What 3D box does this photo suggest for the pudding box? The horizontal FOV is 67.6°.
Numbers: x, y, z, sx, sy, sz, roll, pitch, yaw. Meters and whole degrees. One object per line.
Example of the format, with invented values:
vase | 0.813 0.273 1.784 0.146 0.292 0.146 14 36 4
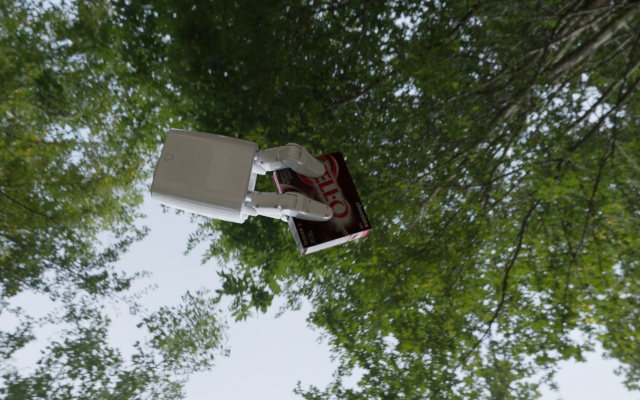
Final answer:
pudding box | 0.000 0.002 0.587 0.090 0.113 0.039 -15 -17 -16
